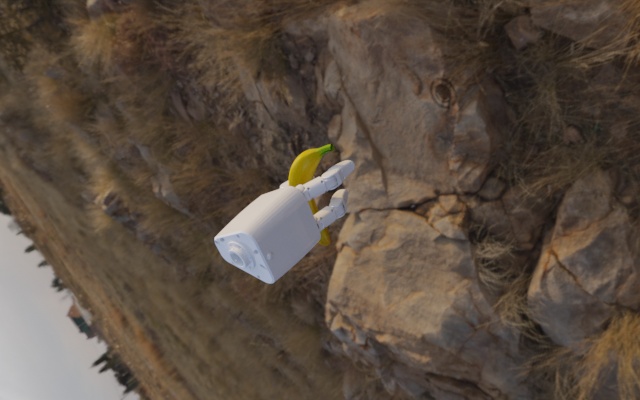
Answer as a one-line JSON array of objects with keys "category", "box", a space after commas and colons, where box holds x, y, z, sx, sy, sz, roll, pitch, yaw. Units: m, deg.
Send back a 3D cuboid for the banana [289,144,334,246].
[{"category": "banana", "box": [-0.017, -0.005, 0.753, 0.069, 0.198, 0.037, 17, 42, 19]}]
